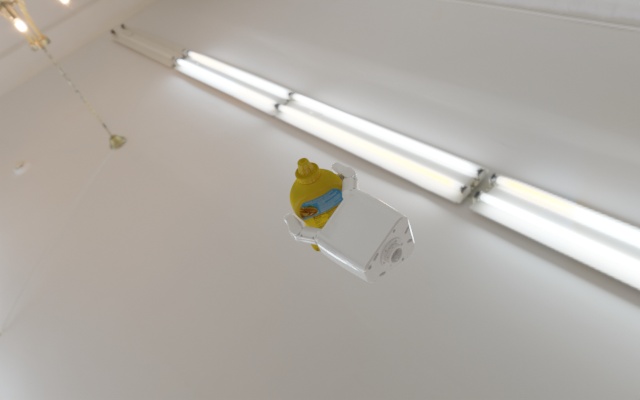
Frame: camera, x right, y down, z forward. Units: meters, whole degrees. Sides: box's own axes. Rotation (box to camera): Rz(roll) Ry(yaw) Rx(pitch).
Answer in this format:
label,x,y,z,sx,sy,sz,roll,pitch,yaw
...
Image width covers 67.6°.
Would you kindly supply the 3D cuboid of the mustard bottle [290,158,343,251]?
label,x,y,z,sx,sy,sz,roll,pitch,yaw
mustard bottle,0.000,0.003,0.817,0.096,0.192,0.058,-25,43,-1
